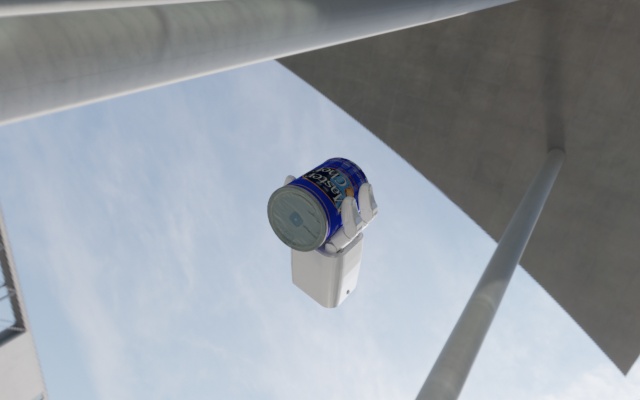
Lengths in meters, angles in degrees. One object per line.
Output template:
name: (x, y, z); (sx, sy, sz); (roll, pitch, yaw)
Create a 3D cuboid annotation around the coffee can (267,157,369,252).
coffee can: (0.000, 0.002, 0.737); (0.103, 0.103, 0.140); (0, 22, 34)
